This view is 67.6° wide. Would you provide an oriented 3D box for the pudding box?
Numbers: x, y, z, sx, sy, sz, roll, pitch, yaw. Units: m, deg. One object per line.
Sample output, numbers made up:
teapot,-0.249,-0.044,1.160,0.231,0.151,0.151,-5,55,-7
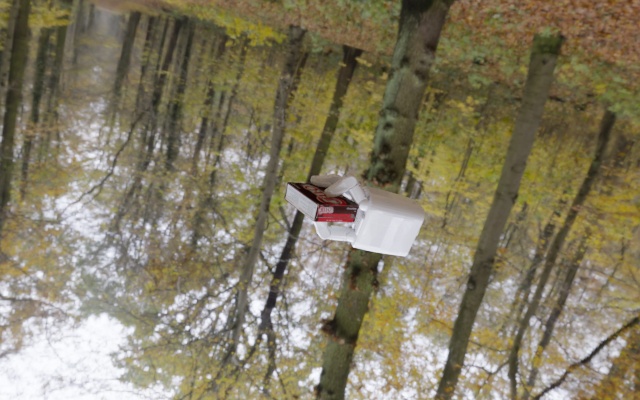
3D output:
pudding box,0.000,0.003,0.858,0.090,0.039,0.113,3,17,-36
